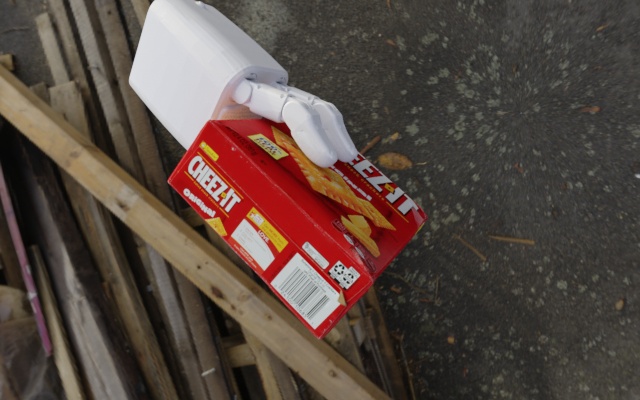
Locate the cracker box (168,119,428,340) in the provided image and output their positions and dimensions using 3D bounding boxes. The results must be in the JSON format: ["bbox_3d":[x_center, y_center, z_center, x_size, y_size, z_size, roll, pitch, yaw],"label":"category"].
[{"bbox_3d":[0.000,0.002,0.425,0.164,0.072,0.213,44,23,9],"label":"cracker box"}]
